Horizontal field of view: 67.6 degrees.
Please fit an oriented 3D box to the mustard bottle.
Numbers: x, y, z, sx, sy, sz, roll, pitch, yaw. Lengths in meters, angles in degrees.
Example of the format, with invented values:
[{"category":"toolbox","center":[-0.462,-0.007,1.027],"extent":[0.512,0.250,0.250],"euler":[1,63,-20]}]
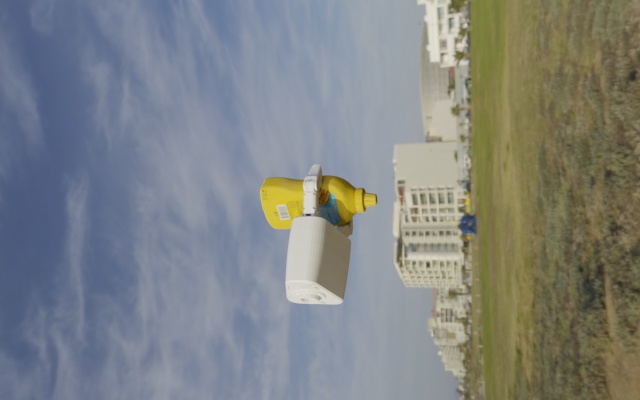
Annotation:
[{"category":"mustard bottle","center":[0.000,0.002,0.810],"extent":[0.191,0.096,0.058],"euler":[-2,36,16]}]
